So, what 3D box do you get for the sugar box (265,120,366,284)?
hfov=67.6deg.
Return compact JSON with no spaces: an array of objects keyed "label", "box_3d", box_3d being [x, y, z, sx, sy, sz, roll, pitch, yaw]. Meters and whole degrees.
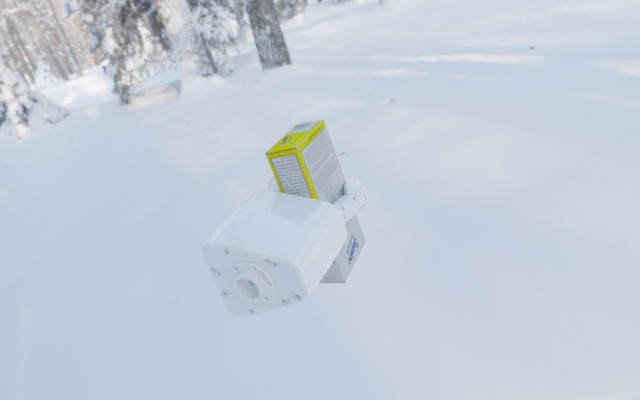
[{"label":"sugar box","box_3d":[0.000,0.002,0.568,0.048,0.176,0.093,-5,26,26]}]
